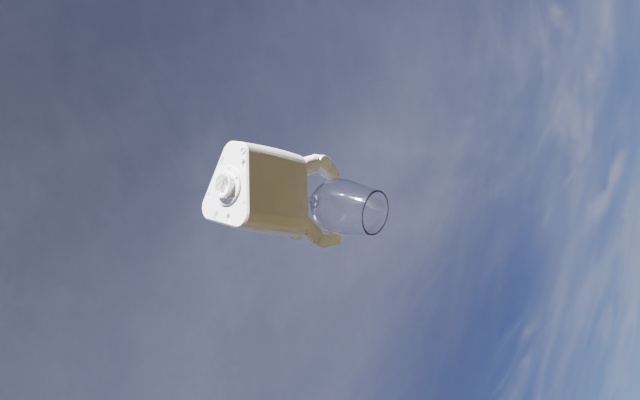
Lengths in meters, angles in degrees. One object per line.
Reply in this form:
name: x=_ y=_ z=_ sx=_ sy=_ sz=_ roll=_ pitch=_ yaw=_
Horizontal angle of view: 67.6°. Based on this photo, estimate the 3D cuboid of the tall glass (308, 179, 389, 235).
tall glass: x=0.000 y=0.002 z=0.707 sx=0.201 sy=0.079 sz=0.079 roll=11 pitch=7 yaw=40
